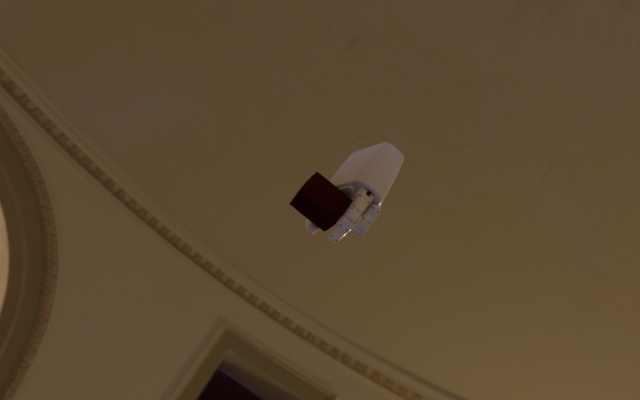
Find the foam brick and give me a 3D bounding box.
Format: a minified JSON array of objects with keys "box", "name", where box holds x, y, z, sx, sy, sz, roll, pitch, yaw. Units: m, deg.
[{"box":[0.000,0.002,0.771,0.078,0.051,0.053,39,-31,-7],"name":"foam brick"}]
